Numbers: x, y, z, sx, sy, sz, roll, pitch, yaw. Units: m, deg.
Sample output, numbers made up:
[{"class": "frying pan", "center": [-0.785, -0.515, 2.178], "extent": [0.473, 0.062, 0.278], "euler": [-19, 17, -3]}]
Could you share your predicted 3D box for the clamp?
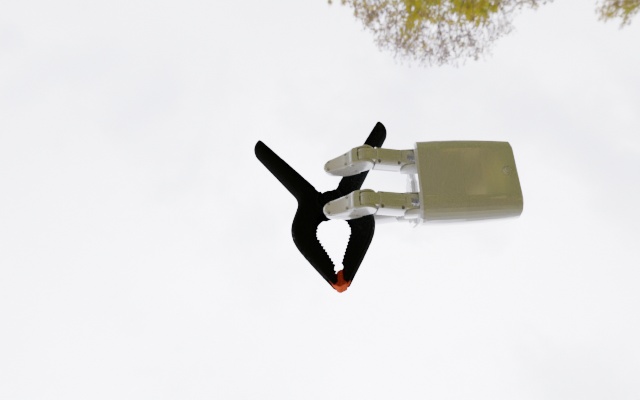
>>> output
[{"class": "clamp", "center": [0.000, 0.003, 0.553], "extent": [0.164, 0.210, 0.036], "euler": [-3, -26, 6]}]
